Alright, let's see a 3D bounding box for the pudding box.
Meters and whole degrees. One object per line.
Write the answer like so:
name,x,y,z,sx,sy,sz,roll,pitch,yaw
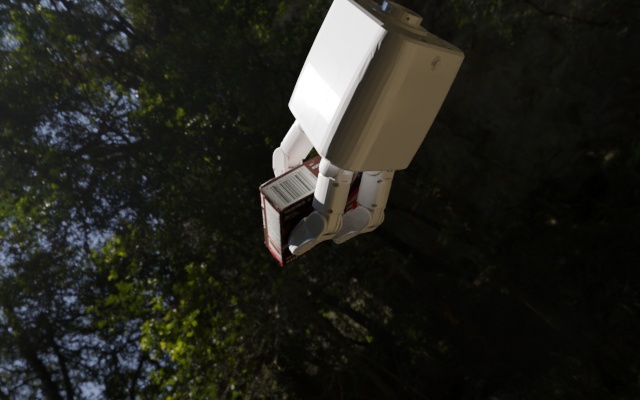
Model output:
pudding box,0.000,0.001,0.451,0.113,0.039,0.090,-27,-34,-22
